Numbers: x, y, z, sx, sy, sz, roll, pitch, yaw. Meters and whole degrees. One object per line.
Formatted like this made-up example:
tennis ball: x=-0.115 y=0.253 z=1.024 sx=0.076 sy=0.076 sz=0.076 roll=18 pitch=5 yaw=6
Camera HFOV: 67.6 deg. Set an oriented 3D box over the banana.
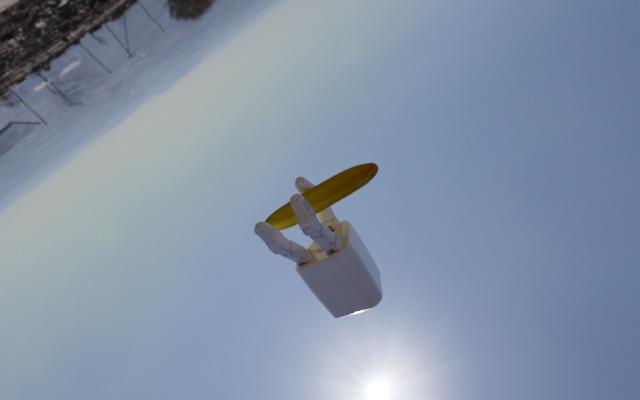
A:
banana: x=-0.002 y=-0.001 z=0.696 sx=0.198 sy=0.037 sz=0.069 roll=-30 pitch=11 yaw=10
